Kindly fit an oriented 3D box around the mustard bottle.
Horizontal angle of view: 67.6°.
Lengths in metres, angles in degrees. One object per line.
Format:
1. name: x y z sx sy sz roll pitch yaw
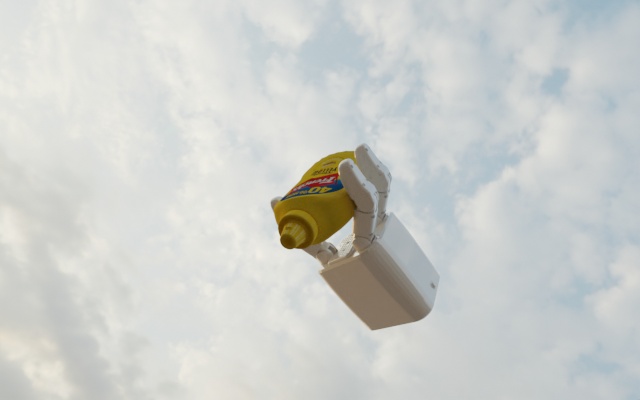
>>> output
1. mustard bottle: 0.000 0.001 0.549 0.096 0.058 0.191 -8 22 25
